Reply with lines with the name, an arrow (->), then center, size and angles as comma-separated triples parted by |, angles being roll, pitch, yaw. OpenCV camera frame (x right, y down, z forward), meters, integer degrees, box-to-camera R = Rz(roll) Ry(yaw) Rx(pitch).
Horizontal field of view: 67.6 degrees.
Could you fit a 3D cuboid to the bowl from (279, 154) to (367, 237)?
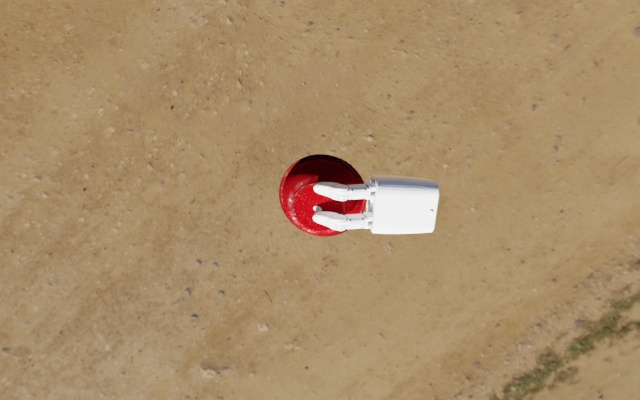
bowl -> -0.001, 0.003, 0.843 | 0.162, 0.162, 0.055 | 0, 23, 9
